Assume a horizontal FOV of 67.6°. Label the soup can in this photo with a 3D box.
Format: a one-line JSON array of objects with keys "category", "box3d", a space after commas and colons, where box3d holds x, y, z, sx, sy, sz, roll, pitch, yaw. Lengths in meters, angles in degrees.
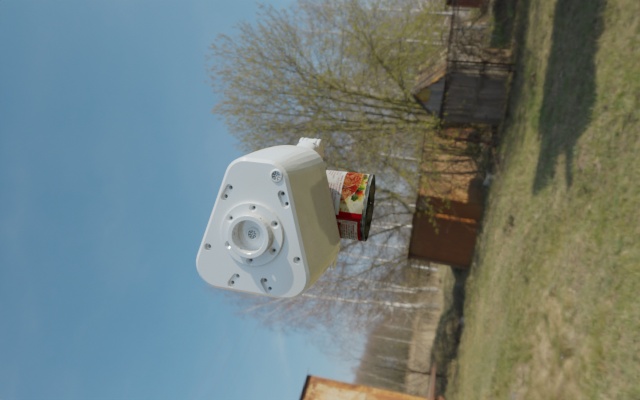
[{"category": "soup can", "box3d": [0.000, 0.001, 0.483, 0.102, 0.068, 0.068, 7, 1, 12]}]
